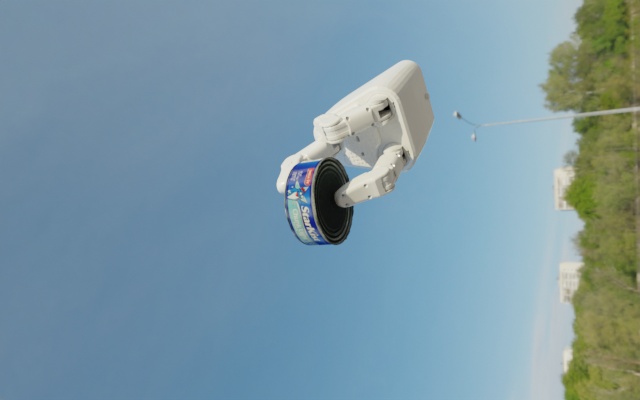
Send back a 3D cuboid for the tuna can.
[{"bbox_3d":[0.000,0.002,0.470,0.034,0.086,0.086,-5,-2,28],"label":"tuna can"}]
